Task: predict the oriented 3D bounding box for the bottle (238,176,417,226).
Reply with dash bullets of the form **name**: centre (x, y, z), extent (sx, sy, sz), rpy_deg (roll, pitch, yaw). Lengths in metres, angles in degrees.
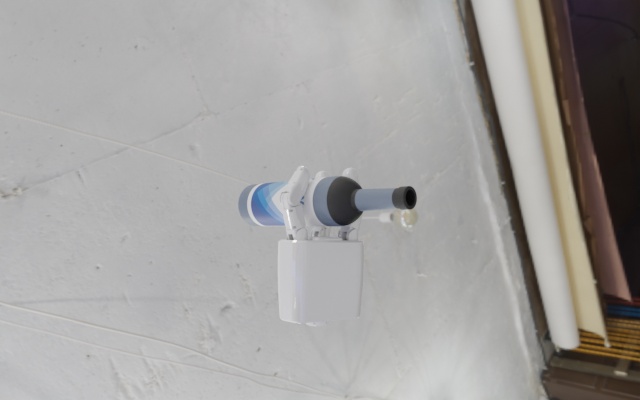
- **bottle**: centre (0.000, 0.002, 0.654), extent (0.069, 0.069, 0.296), rpy_deg (0, -2, -45)
